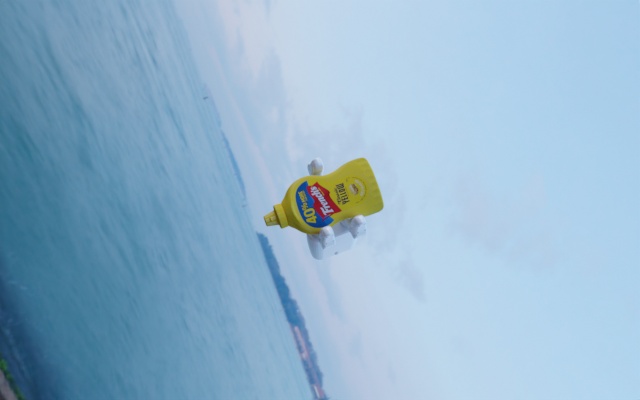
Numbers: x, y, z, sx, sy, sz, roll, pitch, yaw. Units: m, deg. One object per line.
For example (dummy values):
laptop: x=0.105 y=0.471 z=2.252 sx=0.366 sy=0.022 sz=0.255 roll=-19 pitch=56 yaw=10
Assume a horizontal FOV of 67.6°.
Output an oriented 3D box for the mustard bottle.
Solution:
mustard bottle: x=0.000 y=0.002 z=0.780 sx=0.191 sy=0.096 sz=0.058 roll=-19 pitch=-2 yaw=-9
